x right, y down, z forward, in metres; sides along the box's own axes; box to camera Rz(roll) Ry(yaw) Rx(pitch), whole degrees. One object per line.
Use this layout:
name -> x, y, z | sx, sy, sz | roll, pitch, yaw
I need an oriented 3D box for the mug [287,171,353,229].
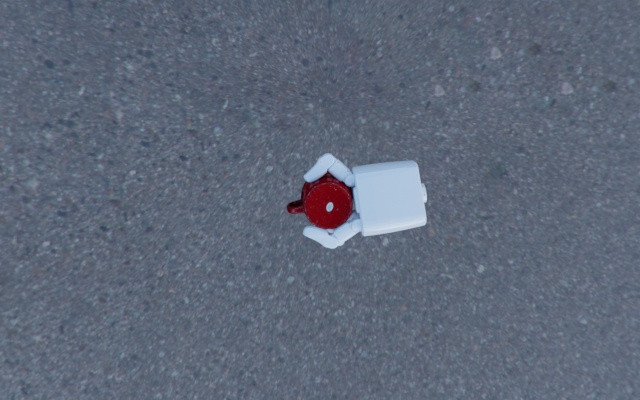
mug -> -0.001, 0.003, 0.809 | 0.117, 0.093, 0.081 | -9, 12, 1
